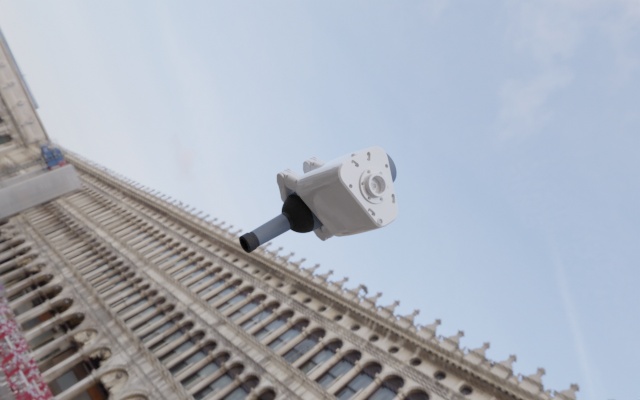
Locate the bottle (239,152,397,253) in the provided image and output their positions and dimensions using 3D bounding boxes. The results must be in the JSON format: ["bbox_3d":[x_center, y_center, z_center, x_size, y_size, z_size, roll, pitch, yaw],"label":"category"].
[{"bbox_3d":[0.000,0.002,0.754,0.295,0.069,0.069,-29,17,-33],"label":"bottle"}]
